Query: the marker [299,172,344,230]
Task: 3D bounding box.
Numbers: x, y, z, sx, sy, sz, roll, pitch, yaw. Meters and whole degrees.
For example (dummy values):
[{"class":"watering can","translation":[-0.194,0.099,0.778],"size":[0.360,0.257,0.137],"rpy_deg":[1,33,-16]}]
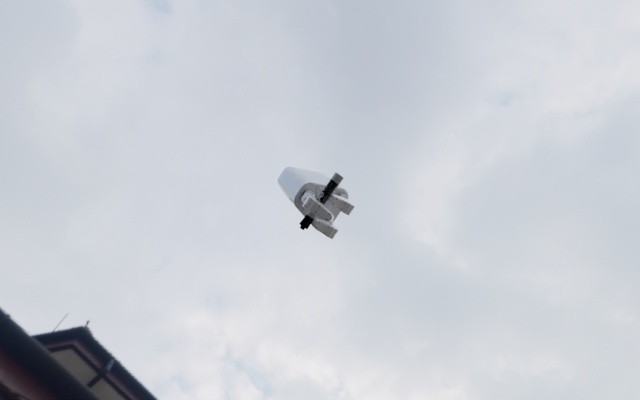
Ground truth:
[{"class":"marker","translation":[0.000,0.003,0.865],"size":[0.020,0.121,0.020],"rpy_deg":[35,6,-4]}]
